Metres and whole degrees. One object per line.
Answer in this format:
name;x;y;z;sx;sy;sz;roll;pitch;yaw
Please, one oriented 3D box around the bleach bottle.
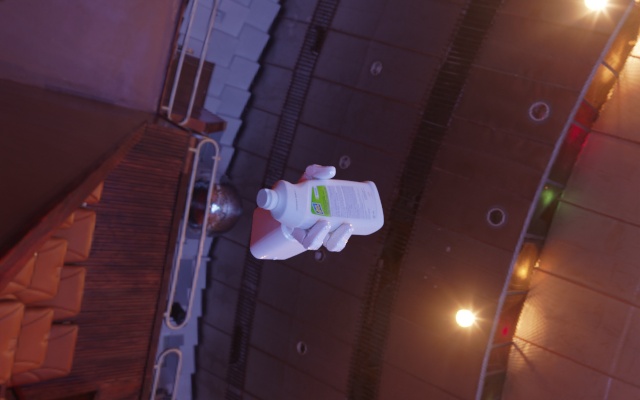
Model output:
bleach bottle;0.000;0.003;0.814;0.251;0.102;0.068;9;-30;-43
